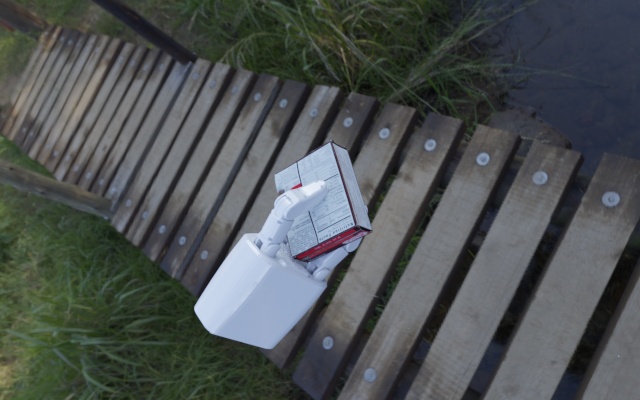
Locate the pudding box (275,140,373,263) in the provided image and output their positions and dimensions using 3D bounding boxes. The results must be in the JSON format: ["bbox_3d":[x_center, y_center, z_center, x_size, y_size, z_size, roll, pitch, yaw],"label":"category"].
[{"bbox_3d":[0.000,0.002,0.539,0.090,0.113,0.039,-28,-27,25],"label":"pudding box"}]
